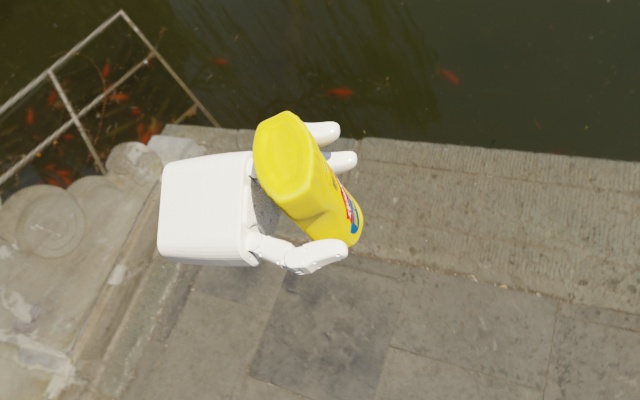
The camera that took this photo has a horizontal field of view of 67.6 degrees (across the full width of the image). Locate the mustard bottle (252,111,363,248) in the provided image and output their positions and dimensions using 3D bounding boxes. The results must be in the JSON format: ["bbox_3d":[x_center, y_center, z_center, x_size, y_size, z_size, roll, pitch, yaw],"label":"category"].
[{"bbox_3d":[0.000,0.001,0.485,0.058,0.096,0.192,-25,-34,9],"label":"mustard bottle"}]
